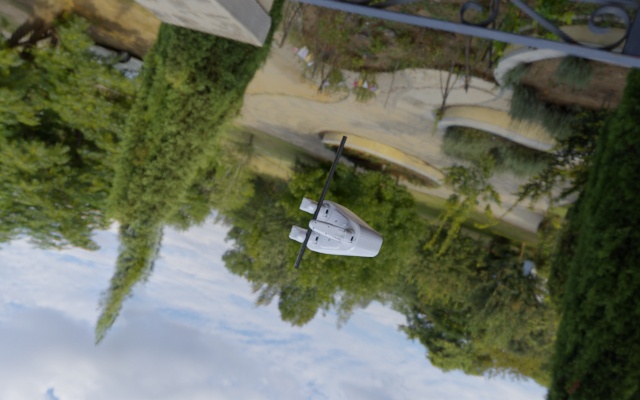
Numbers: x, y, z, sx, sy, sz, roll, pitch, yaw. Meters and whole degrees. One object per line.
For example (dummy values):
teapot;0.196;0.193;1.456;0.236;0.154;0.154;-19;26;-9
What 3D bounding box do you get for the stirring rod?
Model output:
stirring rod;0.000;0.003;0.815;0.011;0.239;0.011;21;-1;0
